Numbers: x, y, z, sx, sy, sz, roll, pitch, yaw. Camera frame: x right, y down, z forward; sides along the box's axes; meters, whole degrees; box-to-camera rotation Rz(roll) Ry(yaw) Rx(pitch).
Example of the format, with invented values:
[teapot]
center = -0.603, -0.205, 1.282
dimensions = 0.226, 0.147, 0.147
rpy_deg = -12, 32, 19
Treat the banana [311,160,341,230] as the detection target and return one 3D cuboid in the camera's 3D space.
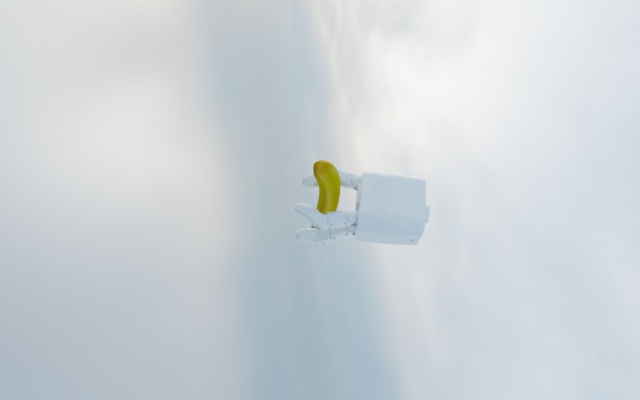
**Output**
[banana]
center = 0.008, -0.008, 0.784
dimensions = 0.037, 0.069, 0.198
rpy_deg = 23, -38, 14
